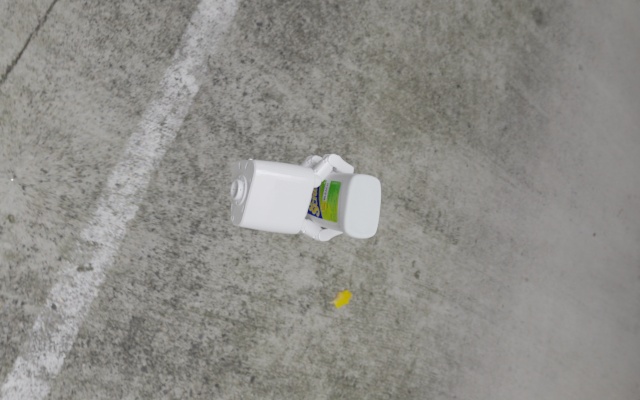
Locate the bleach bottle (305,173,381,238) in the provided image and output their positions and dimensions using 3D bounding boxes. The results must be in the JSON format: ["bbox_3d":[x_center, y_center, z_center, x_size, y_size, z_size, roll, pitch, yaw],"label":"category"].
[{"bbox_3d":[0.000,0.003,0.832,0.068,0.102,0.251,8,-2,-33],"label":"bleach bottle"}]
